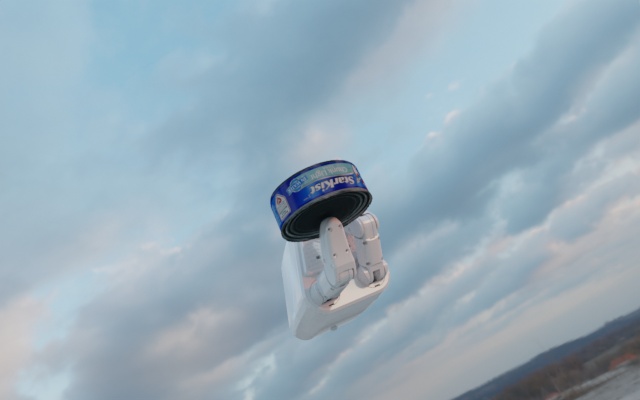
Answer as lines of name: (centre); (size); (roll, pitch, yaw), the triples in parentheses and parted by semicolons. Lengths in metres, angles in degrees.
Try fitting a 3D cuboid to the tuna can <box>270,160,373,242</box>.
tuna can: (0.000, 0.001, 0.420); (0.086, 0.033, 0.086); (-21, -23, -9)
